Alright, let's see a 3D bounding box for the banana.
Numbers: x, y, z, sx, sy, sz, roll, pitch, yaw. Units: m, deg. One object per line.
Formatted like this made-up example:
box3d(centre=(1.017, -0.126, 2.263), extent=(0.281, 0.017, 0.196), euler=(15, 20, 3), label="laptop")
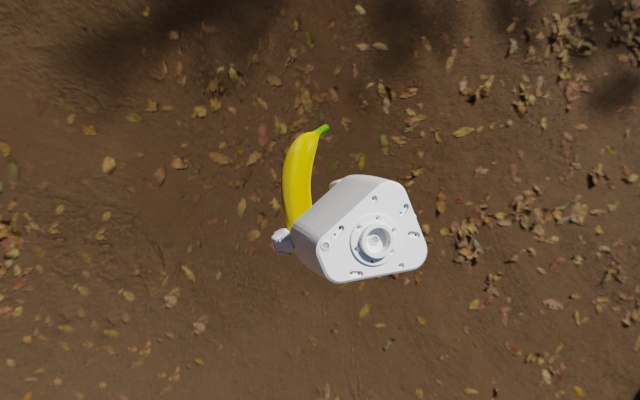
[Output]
box3d(centre=(-0.017, -0.001, 0.614), extent=(0.069, 0.198, 0.037), euler=(0, 2, -20), label="banana")
